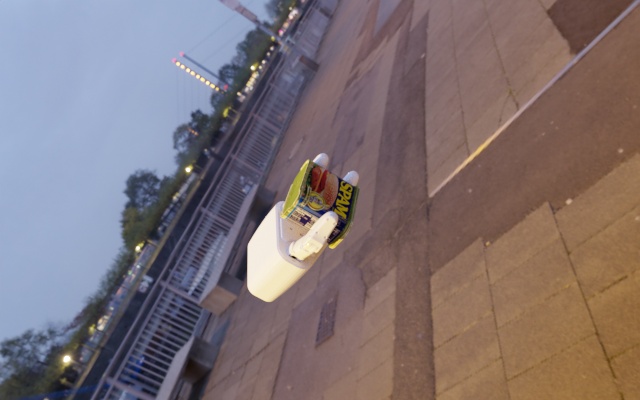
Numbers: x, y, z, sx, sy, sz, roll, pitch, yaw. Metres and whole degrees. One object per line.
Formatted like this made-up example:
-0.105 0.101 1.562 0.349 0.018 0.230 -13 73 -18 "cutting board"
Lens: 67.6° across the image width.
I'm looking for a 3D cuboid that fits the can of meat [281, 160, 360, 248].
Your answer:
0.000 0.002 0.659 0.084 0.102 0.057 30 -48 -13 "can of meat"
